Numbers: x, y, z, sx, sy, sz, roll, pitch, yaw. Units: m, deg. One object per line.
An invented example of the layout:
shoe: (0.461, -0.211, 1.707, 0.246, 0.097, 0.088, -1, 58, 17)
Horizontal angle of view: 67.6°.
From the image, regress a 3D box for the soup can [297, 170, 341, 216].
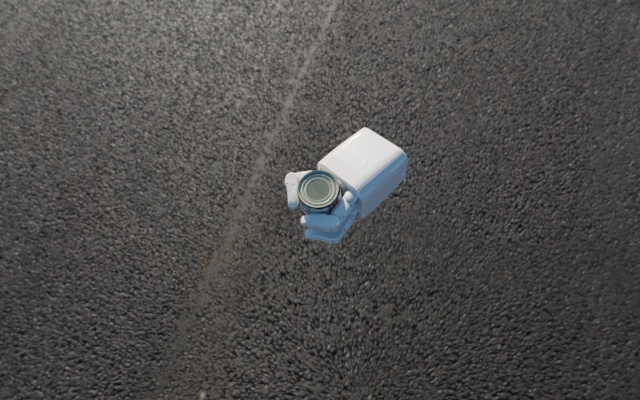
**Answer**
soup can: (0.000, 0.003, 0.771, 0.068, 0.068, 0.102, 0, -24, 4)
